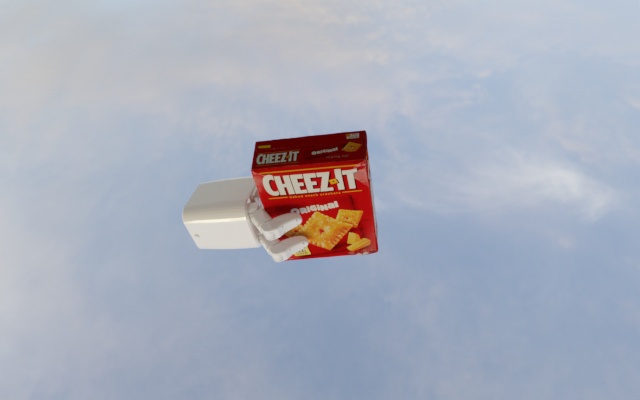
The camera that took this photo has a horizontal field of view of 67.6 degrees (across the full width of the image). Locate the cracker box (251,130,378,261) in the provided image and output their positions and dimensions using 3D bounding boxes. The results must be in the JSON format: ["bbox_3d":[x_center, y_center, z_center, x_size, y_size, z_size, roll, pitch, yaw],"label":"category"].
[{"bbox_3d":[0.000,0.002,0.738,0.164,0.072,0.214,-5,-43,8],"label":"cracker box"}]
